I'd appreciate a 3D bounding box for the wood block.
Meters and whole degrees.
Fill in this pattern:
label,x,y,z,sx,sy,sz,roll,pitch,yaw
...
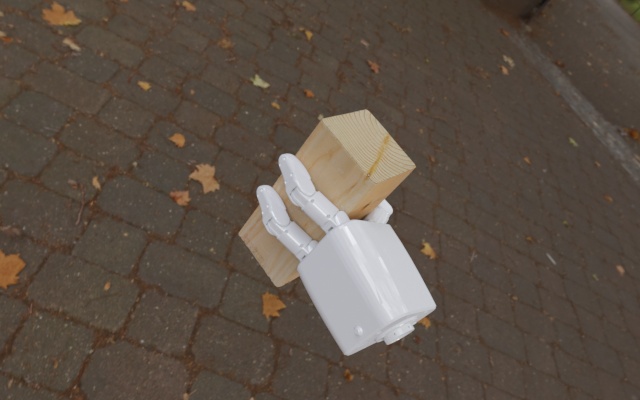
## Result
label,x,y,z,sx,sy,sz,roll,pitch,yaw
wood block,0.001,0.002,0.563,0.091,0.090,0.206,-22,-21,-49
